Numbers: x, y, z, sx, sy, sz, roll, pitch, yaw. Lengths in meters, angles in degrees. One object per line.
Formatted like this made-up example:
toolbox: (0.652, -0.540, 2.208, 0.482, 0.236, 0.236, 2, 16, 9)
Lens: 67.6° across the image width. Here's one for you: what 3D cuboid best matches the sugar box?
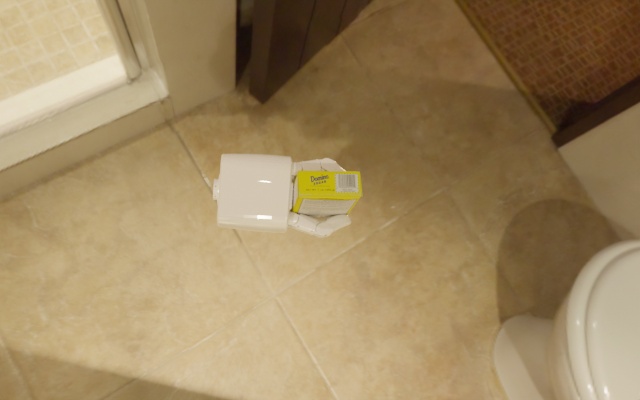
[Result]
sugar box: (0.000, 0.002, 0.751, 0.093, 0.048, 0.176, 1, -15, -10)
